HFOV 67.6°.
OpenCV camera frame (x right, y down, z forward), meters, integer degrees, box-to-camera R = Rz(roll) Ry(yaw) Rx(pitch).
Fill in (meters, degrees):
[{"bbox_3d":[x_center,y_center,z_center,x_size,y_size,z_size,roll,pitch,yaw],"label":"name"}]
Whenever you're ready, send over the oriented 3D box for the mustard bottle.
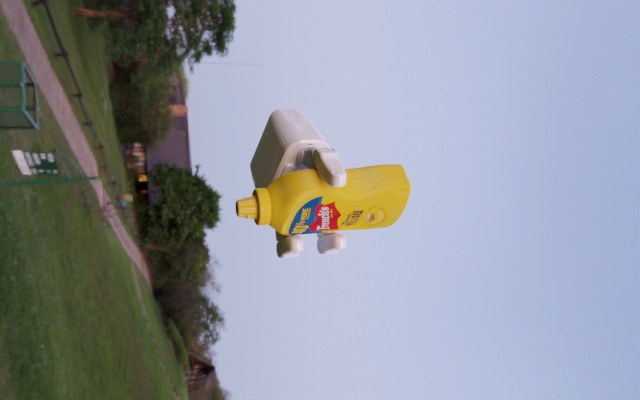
[{"bbox_3d":[0.000,0.002,0.543,0.191,0.058,0.096,-4,-31,-20],"label":"mustard bottle"}]
